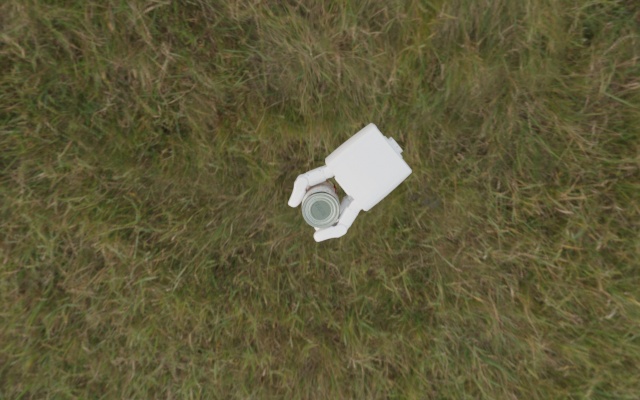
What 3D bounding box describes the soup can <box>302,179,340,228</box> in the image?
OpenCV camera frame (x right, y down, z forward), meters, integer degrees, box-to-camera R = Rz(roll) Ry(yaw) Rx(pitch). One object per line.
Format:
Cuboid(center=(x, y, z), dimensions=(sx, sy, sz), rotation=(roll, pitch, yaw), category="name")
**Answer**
Cuboid(center=(0.000, 0.003, 0.863), dimensions=(0.068, 0.068, 0.102), rotation=(0, 17, -1), category="soup can")
